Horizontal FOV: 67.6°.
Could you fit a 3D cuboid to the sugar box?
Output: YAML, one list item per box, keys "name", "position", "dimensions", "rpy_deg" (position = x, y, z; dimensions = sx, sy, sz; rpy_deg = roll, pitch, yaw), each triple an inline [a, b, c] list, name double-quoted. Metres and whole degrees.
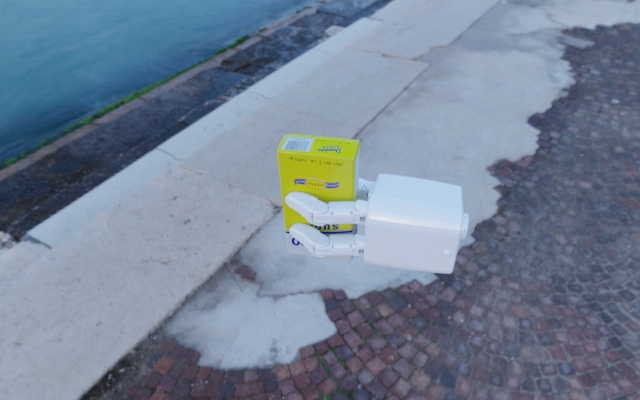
- name: "sugar box"
  position: [0.000, 0.002, 0.605]
  dimensions: [0.093, 0.176, 0.048]
  rpy_deg: [7, 41, 11]
